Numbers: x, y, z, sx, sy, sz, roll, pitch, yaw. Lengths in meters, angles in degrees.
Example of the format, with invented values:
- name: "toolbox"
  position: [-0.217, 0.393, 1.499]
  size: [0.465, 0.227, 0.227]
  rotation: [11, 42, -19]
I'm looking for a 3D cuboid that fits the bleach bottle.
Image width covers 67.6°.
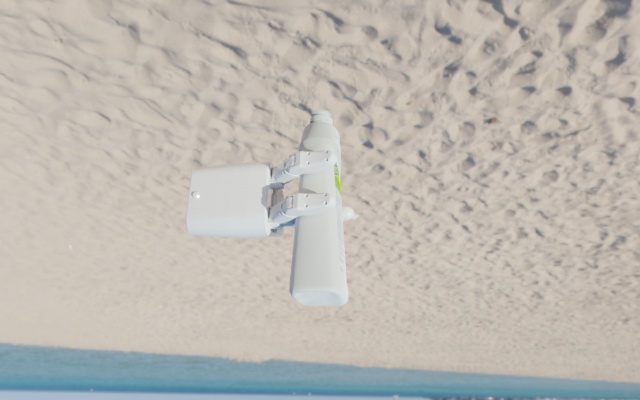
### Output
- name: "bleach bottle"
  position: [0.000, 0.002, 0.617]
  size: [0.068, 0.250, 0.103]
  rotation: [-2, -22, 7]
